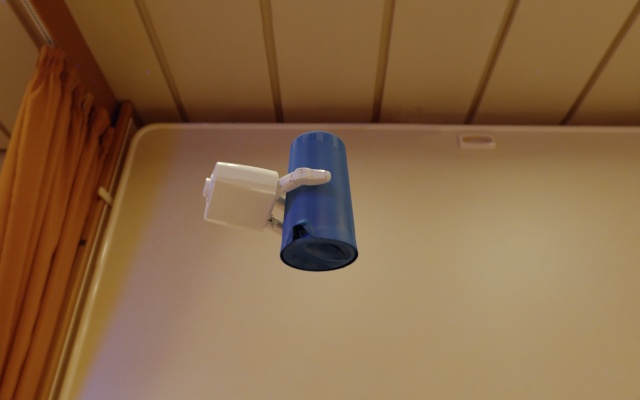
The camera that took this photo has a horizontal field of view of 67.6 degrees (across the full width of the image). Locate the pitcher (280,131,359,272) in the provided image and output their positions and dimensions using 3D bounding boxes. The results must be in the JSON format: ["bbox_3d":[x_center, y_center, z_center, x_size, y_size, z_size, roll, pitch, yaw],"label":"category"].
[{"bbox_3d":[0.000,0.003,0.873,0.145,0.242,0.149,10,-33,-16],"label":"pitcher"}]
